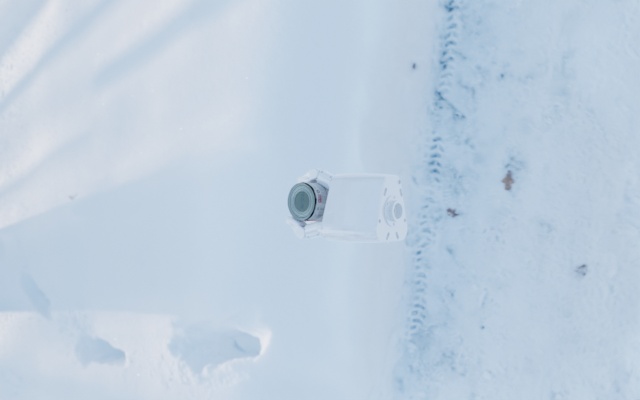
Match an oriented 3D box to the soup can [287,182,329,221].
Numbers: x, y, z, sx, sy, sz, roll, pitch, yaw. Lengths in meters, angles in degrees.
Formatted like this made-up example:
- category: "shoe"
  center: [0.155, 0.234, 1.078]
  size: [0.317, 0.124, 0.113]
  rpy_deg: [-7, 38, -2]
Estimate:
- category: "soup can"
  center: [0.000, 0.003, 0.847]
  size: [0.068, 0.068, 0.102]
  rpy_deg: [0, -1, 42]
